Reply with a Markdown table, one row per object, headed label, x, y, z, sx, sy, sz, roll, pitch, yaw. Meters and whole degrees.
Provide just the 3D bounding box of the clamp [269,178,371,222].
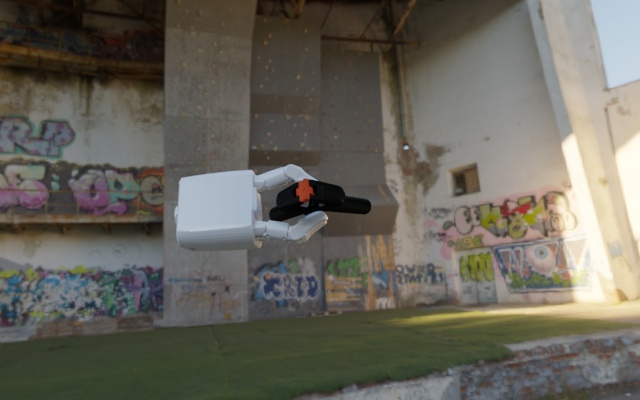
| label | x | y | z | sx | sy | sz | roll | pitch | yaw |
| --- | --- | --- | --- | --- | --- | --- | --- | --- | --- |
| clamp | 0.000 | 0.001 | 0.686 | 0.164 | 0.036 | 0.210 | -5 | -10 | -2 |
